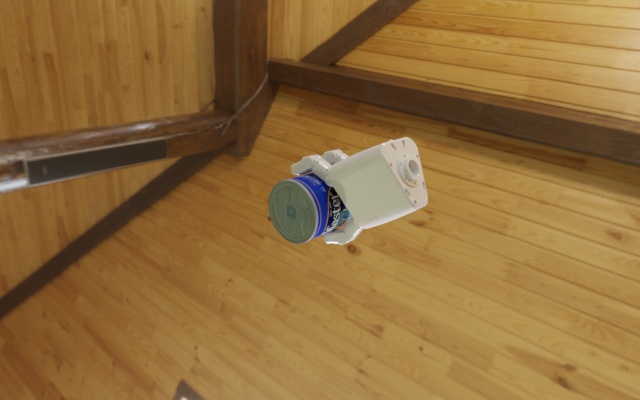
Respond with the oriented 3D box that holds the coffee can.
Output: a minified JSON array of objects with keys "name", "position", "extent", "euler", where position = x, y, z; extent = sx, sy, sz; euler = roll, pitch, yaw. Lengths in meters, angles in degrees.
[{"name":"coffee can","position":[0.000,0.003,0.784],"extent":[0.103,0.103,0.140],"euler":[0,13,43]}]
